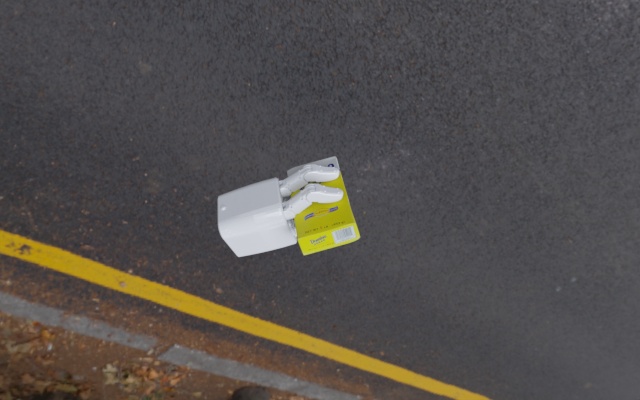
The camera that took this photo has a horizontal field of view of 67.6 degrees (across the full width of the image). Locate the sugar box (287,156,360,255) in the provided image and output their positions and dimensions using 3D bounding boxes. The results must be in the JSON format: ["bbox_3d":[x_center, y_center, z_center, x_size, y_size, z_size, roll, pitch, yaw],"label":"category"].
[{"bbox_3d":[0.000,0.002,0.786,0.093,0.048,0.176,-16,44,2],"label":"sugar box"}]
